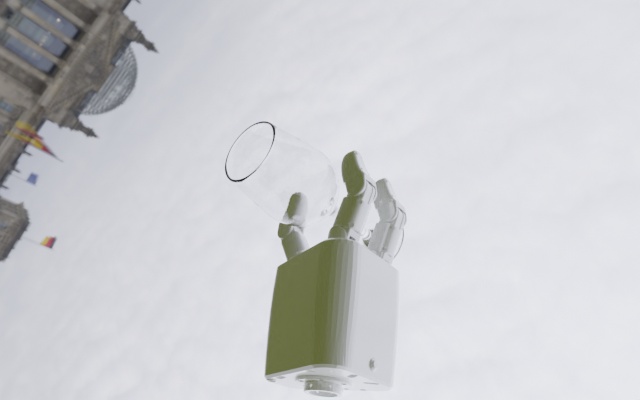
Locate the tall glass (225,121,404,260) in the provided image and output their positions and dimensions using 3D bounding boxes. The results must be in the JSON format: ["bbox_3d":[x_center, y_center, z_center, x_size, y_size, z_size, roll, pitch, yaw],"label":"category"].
[{"bbox_3d":[0.000,0.002,0.477,0.079,0.079,0.201,0,-27,45],"label":"tall glass"}]
